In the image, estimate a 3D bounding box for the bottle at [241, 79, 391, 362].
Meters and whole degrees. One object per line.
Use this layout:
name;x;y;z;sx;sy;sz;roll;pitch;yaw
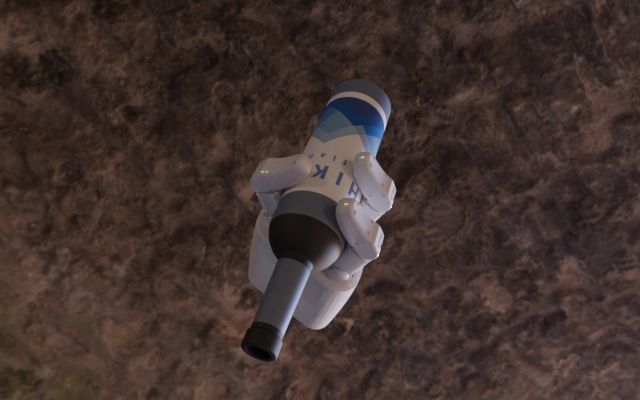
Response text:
bottle;0.000;0.001;0.427;0.069;0.295;0.069;13;-40;11
